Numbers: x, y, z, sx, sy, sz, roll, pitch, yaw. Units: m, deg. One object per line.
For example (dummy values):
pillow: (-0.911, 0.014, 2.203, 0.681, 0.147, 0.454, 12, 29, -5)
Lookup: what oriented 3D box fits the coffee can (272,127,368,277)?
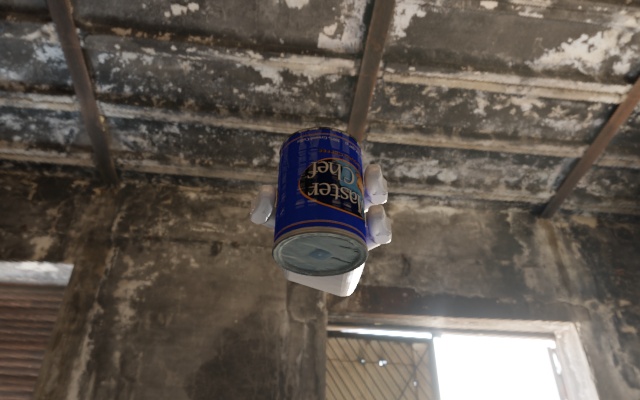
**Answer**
coffee can: (0.000, 0.002, 0.546, 0.103, 0.140, 0.103, 0, -34, 0)
